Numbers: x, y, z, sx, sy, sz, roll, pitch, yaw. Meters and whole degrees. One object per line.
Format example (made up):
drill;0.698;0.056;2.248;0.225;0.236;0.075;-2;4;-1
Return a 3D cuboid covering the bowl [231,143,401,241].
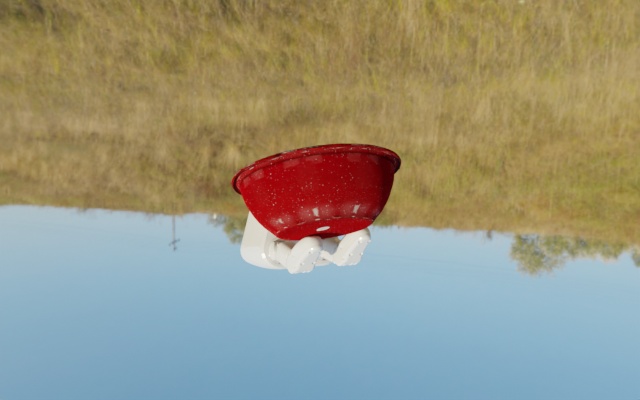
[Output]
bowl;0.000;0.002;0.448;0.162;0.055;0.162;-8;-15;-2
